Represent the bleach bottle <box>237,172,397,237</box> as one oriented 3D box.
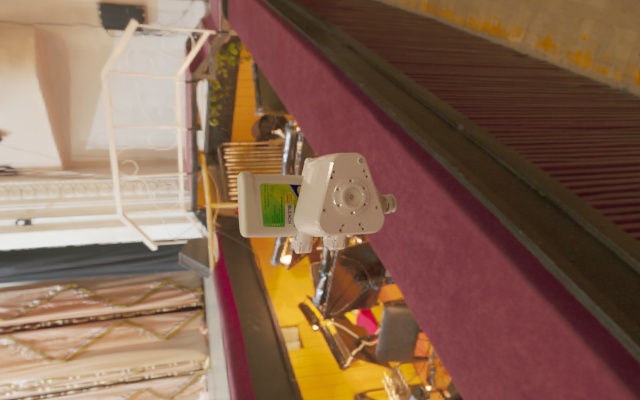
[{"bbox_3d":[0.000,0.003,0.751,0.251,0.102,0.068,-3,1,-17],"label":"bleach bottle"}]
